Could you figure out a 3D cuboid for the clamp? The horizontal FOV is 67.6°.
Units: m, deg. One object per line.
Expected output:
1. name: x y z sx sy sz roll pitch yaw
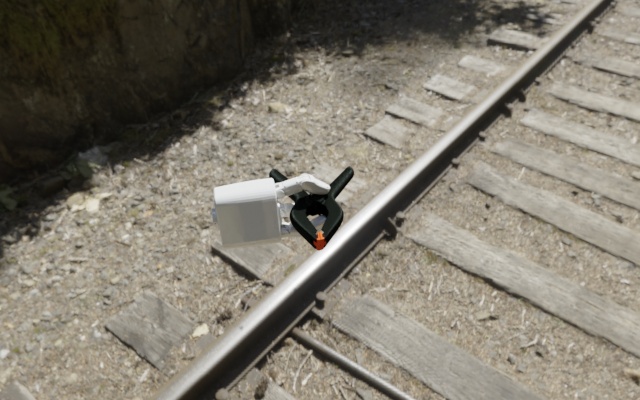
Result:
1. clamp: 0.000 0.003 0.864 0.164 0.036 0.209 -8 42 -9
